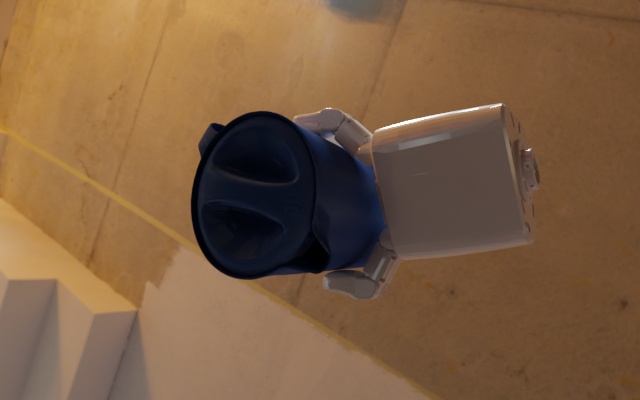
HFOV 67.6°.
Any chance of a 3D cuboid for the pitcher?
[{"bbox_3d":[0.000,0.002,0.472,0.145,0.149,0.243,-10,-12,32],"label":"pitcher"}]
